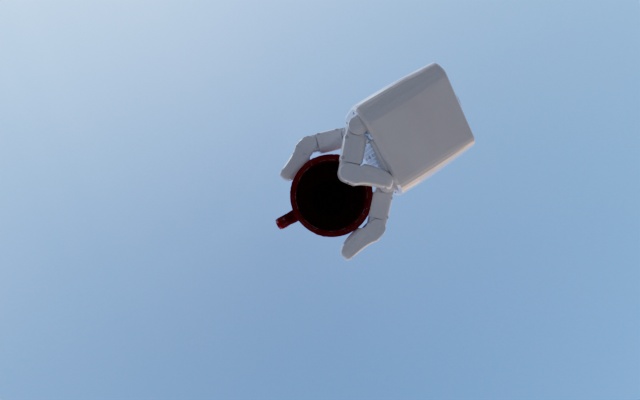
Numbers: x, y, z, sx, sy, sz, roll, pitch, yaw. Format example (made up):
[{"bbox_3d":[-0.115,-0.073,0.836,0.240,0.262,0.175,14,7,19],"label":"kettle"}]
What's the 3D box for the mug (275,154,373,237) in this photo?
[{"bbox_3d":[-0.001,0.003,0.569,0.117,0.093,0.081,-32,0,-4],"label":"mug"}]
